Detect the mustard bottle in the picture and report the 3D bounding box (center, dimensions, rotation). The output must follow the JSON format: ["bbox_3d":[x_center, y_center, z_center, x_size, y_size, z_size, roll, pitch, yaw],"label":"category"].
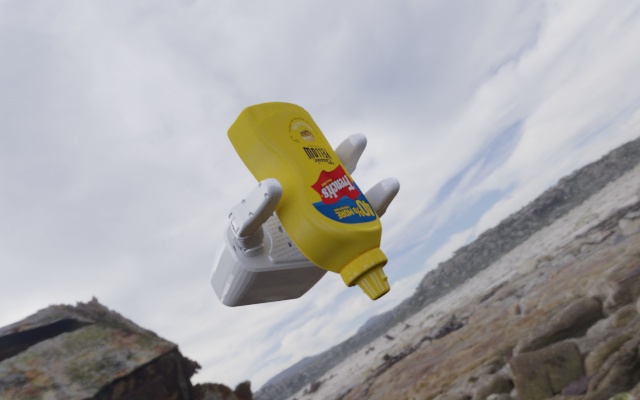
[{"bbox_3d":[0.000,0.001,0.416,0.058,0.191,0.096,-44,-22,30],"label":"mustard bottle"}]
